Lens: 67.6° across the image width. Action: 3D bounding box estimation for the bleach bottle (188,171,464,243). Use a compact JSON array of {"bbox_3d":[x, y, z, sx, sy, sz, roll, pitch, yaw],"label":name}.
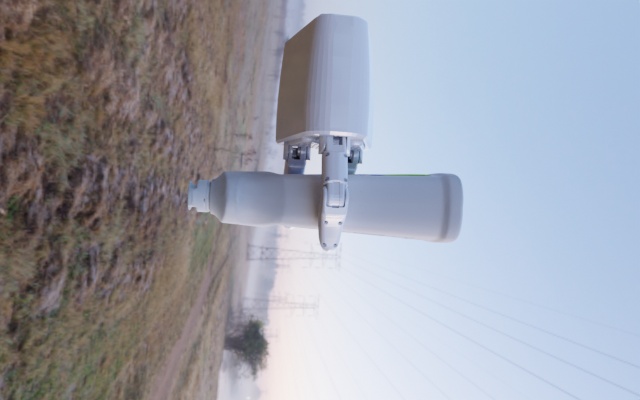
[{"bbox_3d":[0.000,0.002,0.465,0.251,0.068,0.102,3,-1,-8],"label":"bleach bottle"}]
